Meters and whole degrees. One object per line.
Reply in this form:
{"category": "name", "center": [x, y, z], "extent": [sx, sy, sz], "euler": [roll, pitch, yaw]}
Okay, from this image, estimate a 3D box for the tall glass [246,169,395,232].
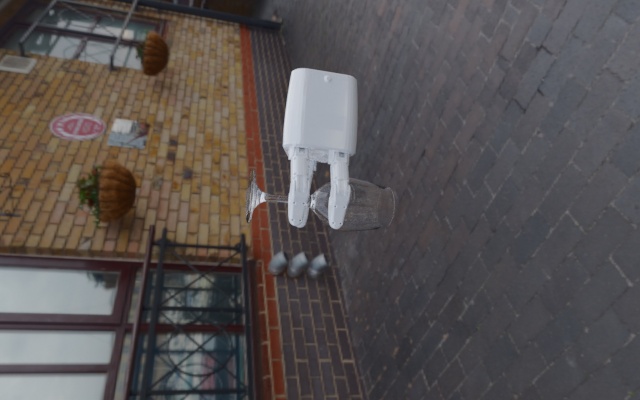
{"category": "tall glass", "center": [-0.001, 0.002, 0.671], "extent": [0.201, 0.079, 0.079], "euler": [5, -2, -15]}
